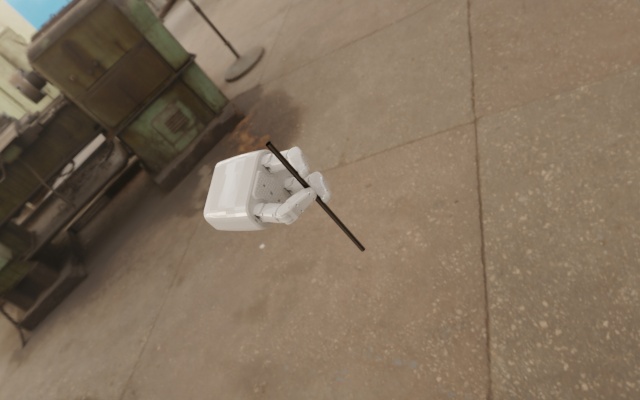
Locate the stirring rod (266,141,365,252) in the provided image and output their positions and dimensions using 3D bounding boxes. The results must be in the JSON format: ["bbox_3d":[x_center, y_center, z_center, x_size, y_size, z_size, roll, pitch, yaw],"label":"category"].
[{"bbox_3d":[0.000,0.002,0.665,0.011,0.011,0.240,0,-37,43],"label":"stirring rod"}]
